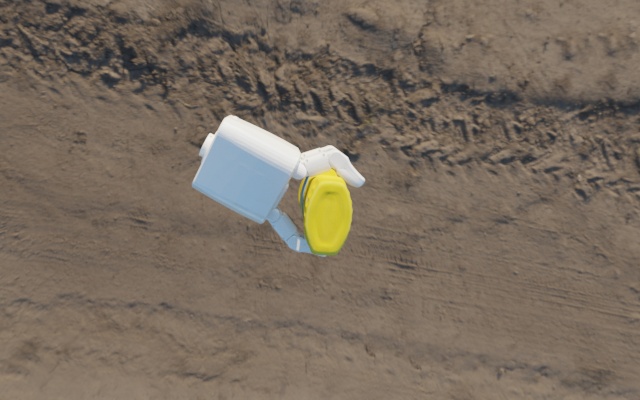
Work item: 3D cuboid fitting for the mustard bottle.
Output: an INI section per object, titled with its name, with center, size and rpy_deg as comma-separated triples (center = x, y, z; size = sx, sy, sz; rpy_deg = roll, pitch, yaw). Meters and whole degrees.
[mustard bottle]
center = 0.000, 0.002, 0.660
size = 0.058, 0.096, 0.191
rpy_deg = 3, 12, -7
